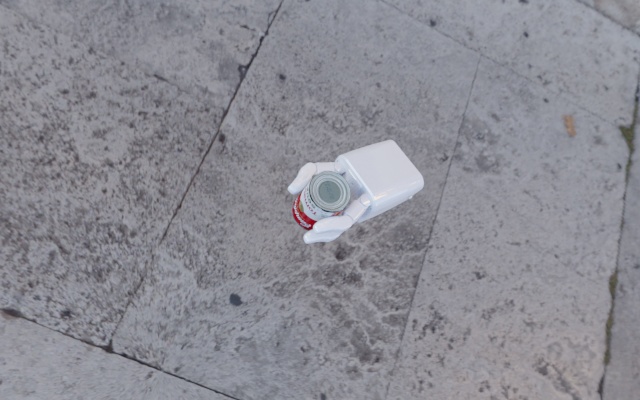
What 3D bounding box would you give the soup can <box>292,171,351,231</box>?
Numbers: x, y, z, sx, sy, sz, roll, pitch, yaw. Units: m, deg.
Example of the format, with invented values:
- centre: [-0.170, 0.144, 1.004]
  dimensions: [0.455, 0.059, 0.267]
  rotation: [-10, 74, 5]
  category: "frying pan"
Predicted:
- centre: [0.000, 0.002, 0.751]
  dimensions: [0.068, 0.068, 0.102]
  rotation: [0, -19, -19]
  category: "soup can"
